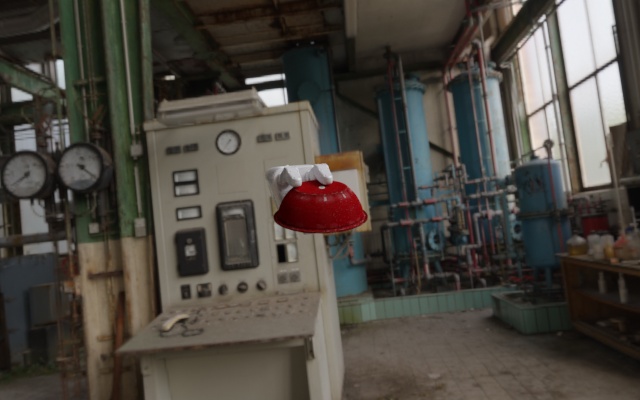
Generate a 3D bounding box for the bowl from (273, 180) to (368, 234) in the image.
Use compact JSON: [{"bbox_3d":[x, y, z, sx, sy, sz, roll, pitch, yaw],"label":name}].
[{"bbox_3d":[0.001,0.003,0.809,0.162,0.055,0.162,0,18,0],"label":"bowl"}]
